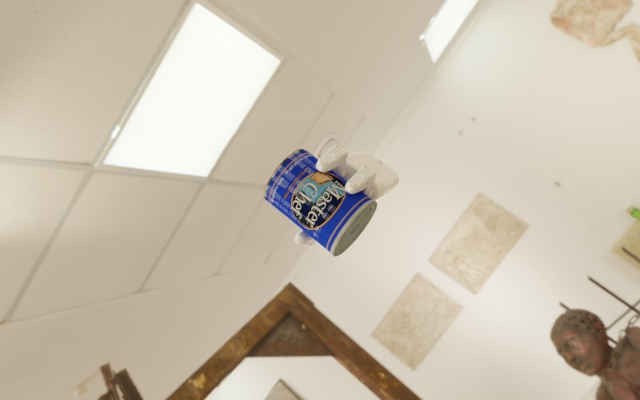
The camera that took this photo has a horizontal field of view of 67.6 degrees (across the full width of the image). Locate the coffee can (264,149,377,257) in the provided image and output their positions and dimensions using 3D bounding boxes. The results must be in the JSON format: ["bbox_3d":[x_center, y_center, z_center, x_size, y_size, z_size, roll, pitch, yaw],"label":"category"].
[{"bbox_3d":[0.000,0.003,0.725,0.140,0.103,0.103,38,13,17],"label":"coffee can"}]
